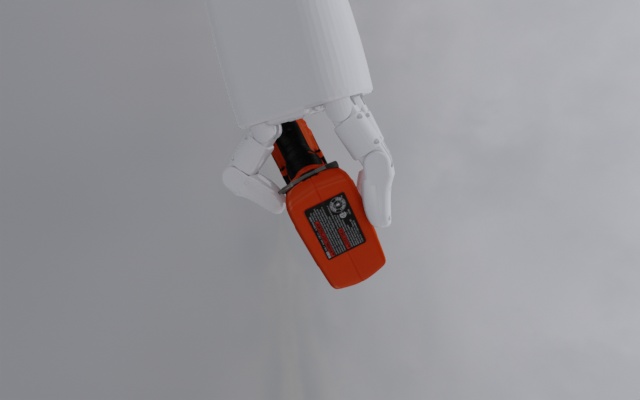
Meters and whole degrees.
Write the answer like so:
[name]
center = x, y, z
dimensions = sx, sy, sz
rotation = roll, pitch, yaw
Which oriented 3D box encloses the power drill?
[power drill]
center = 0.000, 0.001, 0.462
dimensions = 0.057, 0.184, 0.187
rotation = -29, 28, -1
